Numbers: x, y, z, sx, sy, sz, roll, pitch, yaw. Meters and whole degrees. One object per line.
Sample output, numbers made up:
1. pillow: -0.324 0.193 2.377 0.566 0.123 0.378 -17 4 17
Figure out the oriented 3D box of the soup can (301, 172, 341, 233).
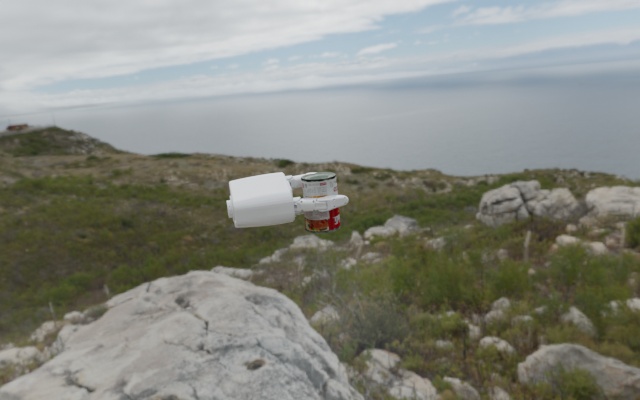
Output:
1. soup can: 0.001 0.003 0.897 0.068 0.102 0.068 -5 14 1
